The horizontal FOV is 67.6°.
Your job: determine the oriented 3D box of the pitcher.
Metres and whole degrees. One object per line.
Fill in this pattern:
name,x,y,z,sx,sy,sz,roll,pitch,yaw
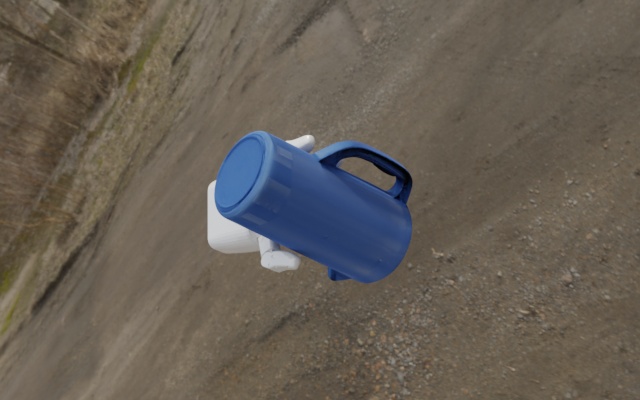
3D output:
pitcher,0.000,0.002,0.601,0.243,0.149,0.145,27,-27,-38
